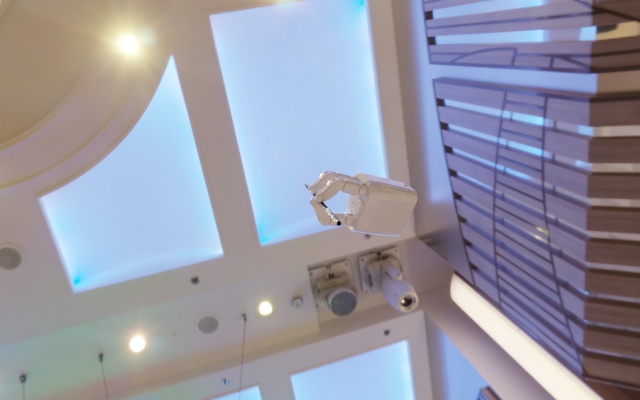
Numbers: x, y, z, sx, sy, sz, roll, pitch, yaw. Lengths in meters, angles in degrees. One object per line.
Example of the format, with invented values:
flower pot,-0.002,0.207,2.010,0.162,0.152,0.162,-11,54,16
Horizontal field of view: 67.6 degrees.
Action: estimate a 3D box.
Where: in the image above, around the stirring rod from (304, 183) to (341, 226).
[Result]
stirring rod,0.000,0.003,0.889,0.011,0.011,0.239,0,17,-15
